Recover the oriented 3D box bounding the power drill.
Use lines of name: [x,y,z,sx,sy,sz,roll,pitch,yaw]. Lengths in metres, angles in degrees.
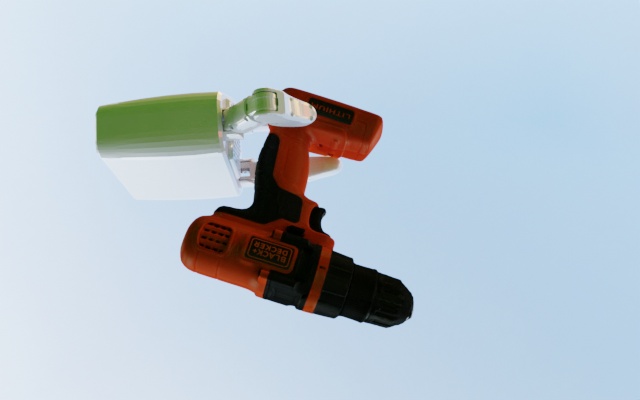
power drill: [0.000,0.001,0.403,0.184,0.187,0.057,18,-32,-3]
